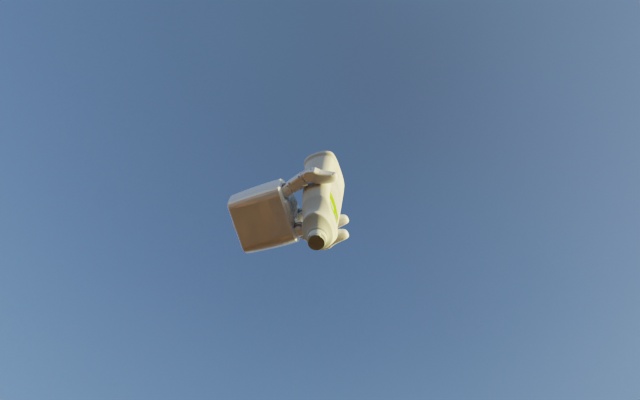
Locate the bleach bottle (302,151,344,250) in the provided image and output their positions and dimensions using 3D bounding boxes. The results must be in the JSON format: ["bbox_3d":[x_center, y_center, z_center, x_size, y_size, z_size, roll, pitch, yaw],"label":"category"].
[{"bbox_3d":[0.000,0.003,0.862,0.068,0.103,0.250,-16,25,13],"label":"bleach bottle"}]
